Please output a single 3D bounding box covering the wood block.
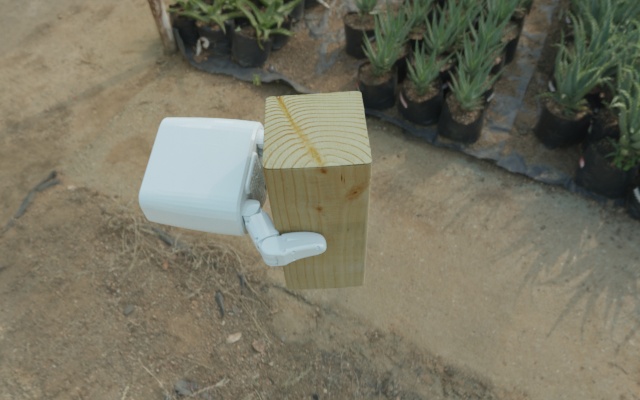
[{"bbox_3d":[0.000,0.002,0.486,0.090,0.090,0.206,-3,-38,1],"label":"wood block"}]
